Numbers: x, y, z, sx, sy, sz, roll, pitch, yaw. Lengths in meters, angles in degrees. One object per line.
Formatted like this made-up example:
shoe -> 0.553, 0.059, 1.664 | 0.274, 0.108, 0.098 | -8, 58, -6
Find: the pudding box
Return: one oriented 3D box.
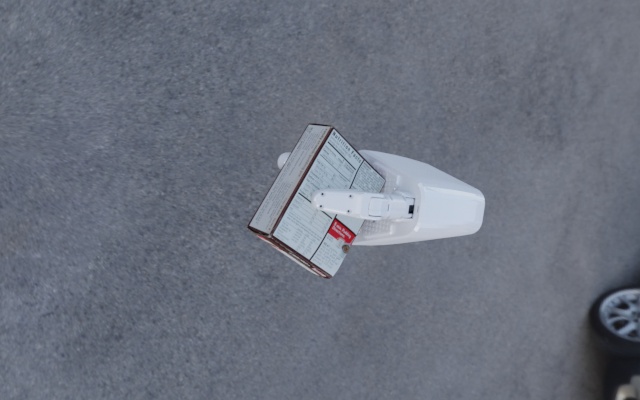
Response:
pudding box -> 0.000, 0.001, 0.428 | 0.039, 0.113, 0.090 | 12, -22, 49
